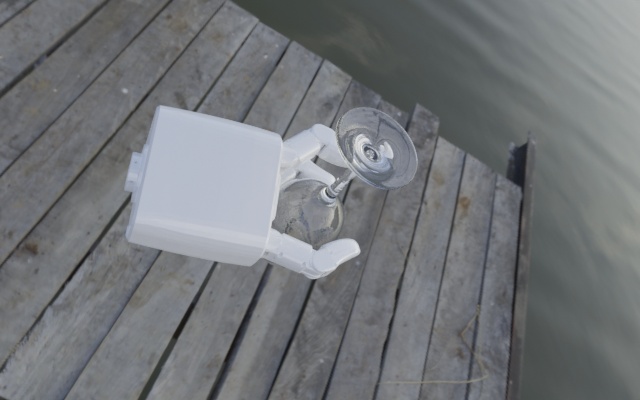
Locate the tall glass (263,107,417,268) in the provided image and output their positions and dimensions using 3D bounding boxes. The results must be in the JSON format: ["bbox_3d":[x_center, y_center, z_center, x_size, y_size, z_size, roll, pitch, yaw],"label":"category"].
[{"bbox_3d":[0.001,0.001,0.447,0.079,0.079,0.201,0,-26,-29],"label":"tall glass"}]
